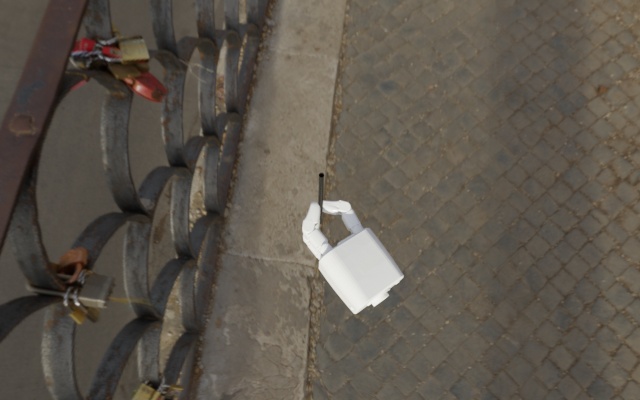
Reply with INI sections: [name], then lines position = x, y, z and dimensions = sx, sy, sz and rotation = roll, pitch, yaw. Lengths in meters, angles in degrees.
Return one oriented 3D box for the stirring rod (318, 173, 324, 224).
[stirring rod]
position = 0.000, 0.003, 0.819
dimensions = 0.011, 0.011, 0.240
rotation = 0, -20, -1
